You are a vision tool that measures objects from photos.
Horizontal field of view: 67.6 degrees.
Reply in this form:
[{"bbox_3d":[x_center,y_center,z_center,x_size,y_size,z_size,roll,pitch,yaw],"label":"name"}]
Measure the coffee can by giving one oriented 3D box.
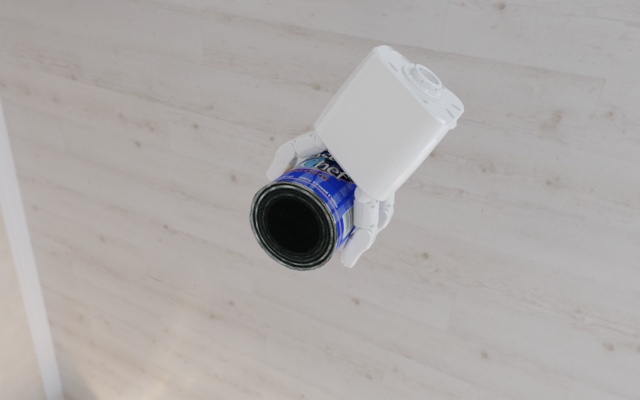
[{"bbox_3d":[0.000,0.002,0.546,0.103,0.103,0.140,0,22,28],"label":"coffee can"}]
